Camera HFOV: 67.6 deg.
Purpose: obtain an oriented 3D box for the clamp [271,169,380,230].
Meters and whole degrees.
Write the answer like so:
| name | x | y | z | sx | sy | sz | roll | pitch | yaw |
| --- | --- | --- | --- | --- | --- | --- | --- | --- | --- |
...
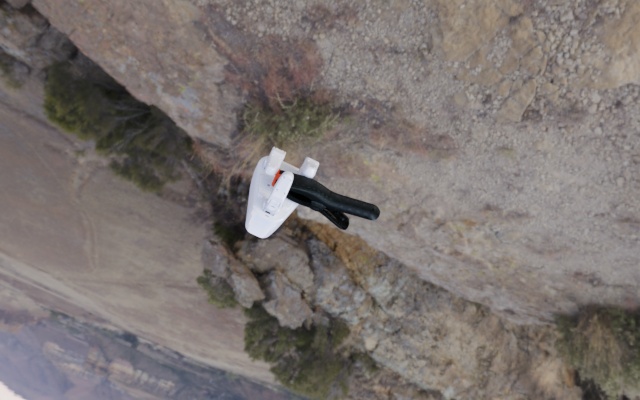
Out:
| name | x | y | z | sx | sy | sz | roll | pitch | yaw |
| --- | --- | --- | --- | --- | --- | --- | --- | --- | --- |
| clamp | 0.000 | 0.003 | 0.771 | 0.171 | 0.039 | 0.120 | 25 | -27 | -8 |
